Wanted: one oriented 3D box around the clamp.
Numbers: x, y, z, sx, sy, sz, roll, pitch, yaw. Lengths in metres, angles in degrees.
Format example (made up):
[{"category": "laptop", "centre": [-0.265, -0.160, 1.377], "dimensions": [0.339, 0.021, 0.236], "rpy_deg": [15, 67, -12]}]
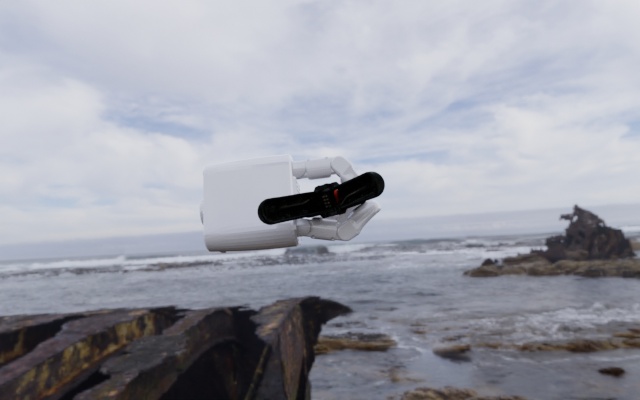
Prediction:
[{"category": "clamp", "centre": [0.000, 0.001, 0.506], "dimensions": [0.120, 0.039, 0.171], "rpy_deg": [-8, -5, 0]}]
